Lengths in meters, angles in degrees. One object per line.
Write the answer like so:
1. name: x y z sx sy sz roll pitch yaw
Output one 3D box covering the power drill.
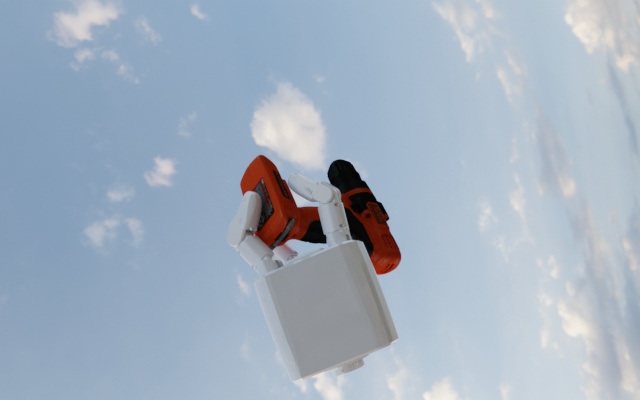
1. power drill: 0.000 0.002 0.581 0.188 0.184 0.057 11 -51 -37
